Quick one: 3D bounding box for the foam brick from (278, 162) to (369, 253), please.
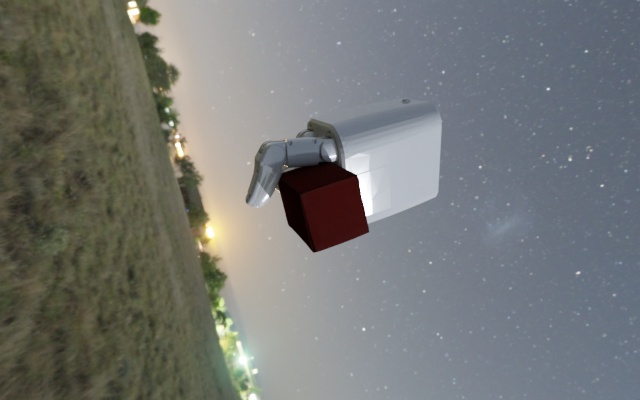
[{"bbox_3d":[0.000,0.002,0.408,0.051,0.053,0.078,-17,20,-14],"label":"foam brick"}]
